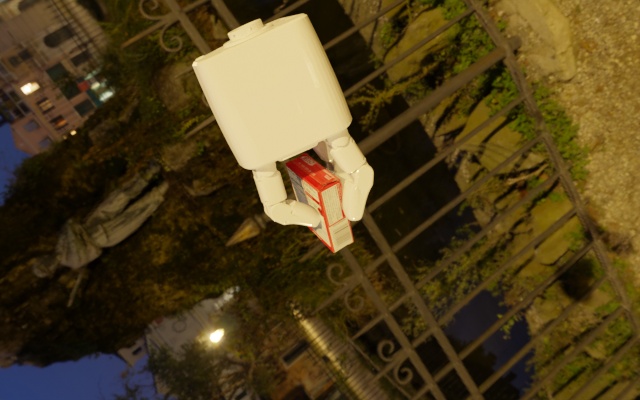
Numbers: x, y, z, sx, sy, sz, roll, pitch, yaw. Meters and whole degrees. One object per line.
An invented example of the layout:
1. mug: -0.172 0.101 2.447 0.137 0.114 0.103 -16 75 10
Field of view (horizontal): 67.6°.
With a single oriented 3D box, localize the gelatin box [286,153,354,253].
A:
1. gelatin box: 0.000 0.002 0.524 0.030 0.089 0.073 -27 38 -18
